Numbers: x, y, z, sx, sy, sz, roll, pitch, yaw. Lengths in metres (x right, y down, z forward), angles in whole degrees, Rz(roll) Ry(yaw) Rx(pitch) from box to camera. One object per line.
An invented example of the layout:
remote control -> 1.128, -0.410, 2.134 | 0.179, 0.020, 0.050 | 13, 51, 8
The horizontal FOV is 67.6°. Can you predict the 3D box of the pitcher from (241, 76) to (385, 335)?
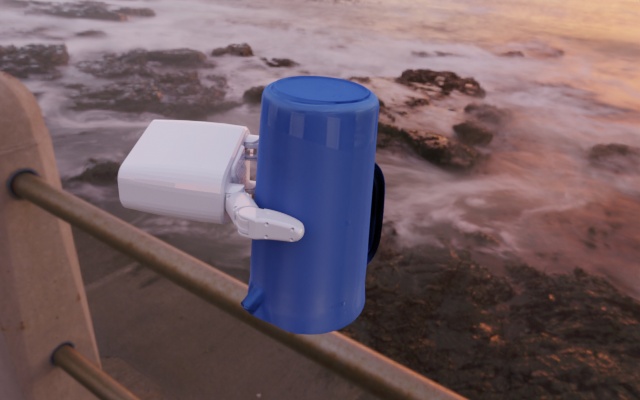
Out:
pitcher -> 0.000, 0.002, 0.496 | 0.145, 0.243, 0.149 | 7, 28, 3
